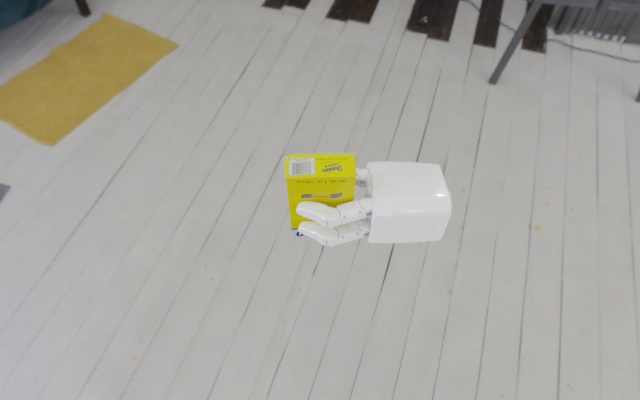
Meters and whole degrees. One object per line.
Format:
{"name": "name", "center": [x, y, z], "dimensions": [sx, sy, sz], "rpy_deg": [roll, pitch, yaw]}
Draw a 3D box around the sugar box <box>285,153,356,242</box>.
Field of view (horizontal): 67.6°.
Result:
{"name": "sugar box", "center": [0.000, 0.003, 0.686], "dimensions": [0.093, 0.048, 0.176], "rpy_deg": [-1, -35, 0]}
